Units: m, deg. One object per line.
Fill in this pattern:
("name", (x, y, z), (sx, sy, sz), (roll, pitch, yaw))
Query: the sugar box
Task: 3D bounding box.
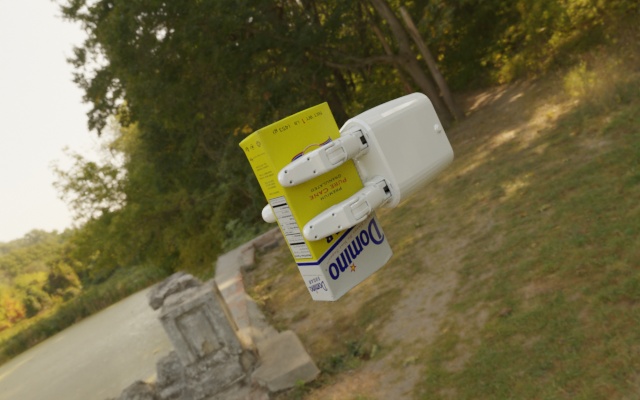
("sugar box", (0.000, 0.001, 0.476), (0.093, 0.176, 0.048), (-31, 8, -34))
